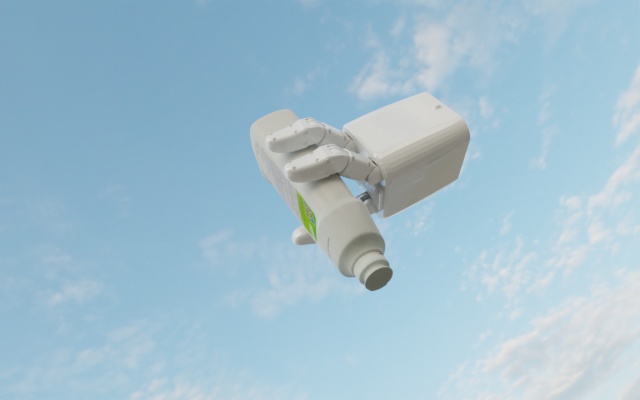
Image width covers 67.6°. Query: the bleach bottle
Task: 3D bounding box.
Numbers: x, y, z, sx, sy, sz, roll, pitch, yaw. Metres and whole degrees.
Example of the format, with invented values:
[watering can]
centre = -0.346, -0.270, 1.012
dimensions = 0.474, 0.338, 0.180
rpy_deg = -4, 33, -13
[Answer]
[bleach bottle]
centre = 0.000, 0.002, 0.504
dimensions = 0.068, 0.103, 0.250
rpy_deg = -26, 44, -10
